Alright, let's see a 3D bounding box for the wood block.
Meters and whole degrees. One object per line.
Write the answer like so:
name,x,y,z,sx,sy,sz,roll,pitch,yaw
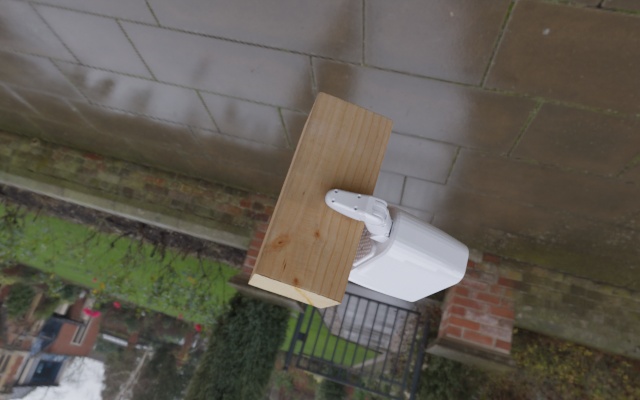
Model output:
wood block,0.000,0.002,0.521,0.090,0.206,0.091,20,-19,-7
